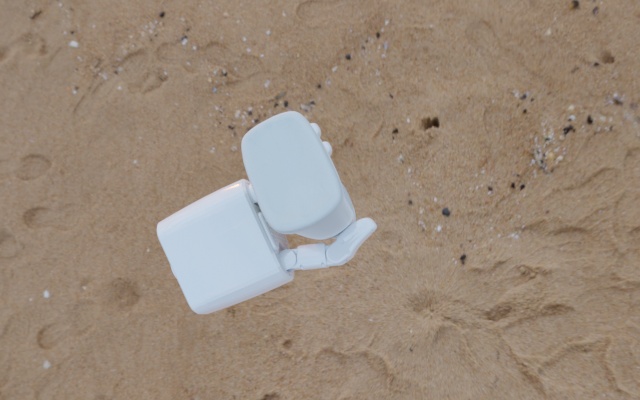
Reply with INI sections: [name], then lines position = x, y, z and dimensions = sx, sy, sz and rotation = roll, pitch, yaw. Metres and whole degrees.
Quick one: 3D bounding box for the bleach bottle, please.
[bleach bottle]
position = 0.000, 0.002, 0.496
dimensions = 0.068, 0.102, 0.251
rotation = -26, -17, 6
